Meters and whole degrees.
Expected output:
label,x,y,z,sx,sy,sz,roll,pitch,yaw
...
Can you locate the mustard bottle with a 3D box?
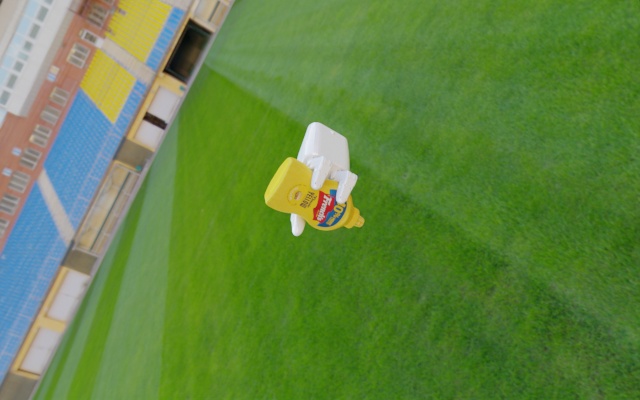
label,x,y,z,sx,sy,sz,roll,pitch,yaw
mustard bottle,0.000,0.003,0.884,0.192,0.096,0.058,27,16,-22
